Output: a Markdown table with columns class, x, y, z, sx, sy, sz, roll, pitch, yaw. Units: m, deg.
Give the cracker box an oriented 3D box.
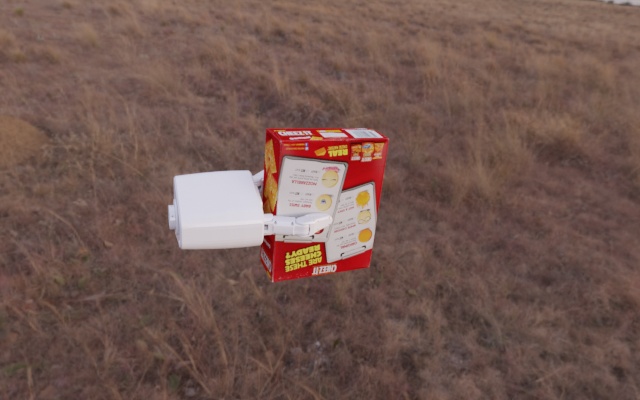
| class | x | y | z | sx | sy | sz | roll | pitch | yaw |
| --- | --- | --- | --- | --- | --- | --- | --- | --- | --- |
| cracker box | 0.000 | 0.002 | 0.702 | 0.164 | 0.214 | 0.072 | -5 | 26 | -23 |
